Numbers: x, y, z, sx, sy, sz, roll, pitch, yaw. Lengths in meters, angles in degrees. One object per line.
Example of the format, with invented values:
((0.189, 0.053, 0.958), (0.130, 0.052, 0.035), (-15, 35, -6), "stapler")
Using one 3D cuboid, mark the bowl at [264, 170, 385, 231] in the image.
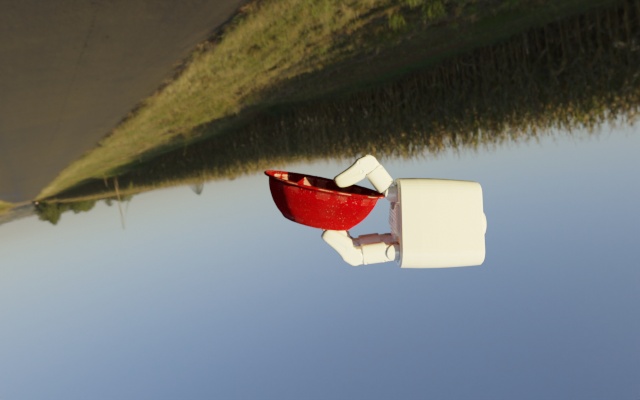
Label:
((-0.001, 0.002, 0.632), (0.162, 0.055, 0.162), (12, 8, -2), "bowl")
